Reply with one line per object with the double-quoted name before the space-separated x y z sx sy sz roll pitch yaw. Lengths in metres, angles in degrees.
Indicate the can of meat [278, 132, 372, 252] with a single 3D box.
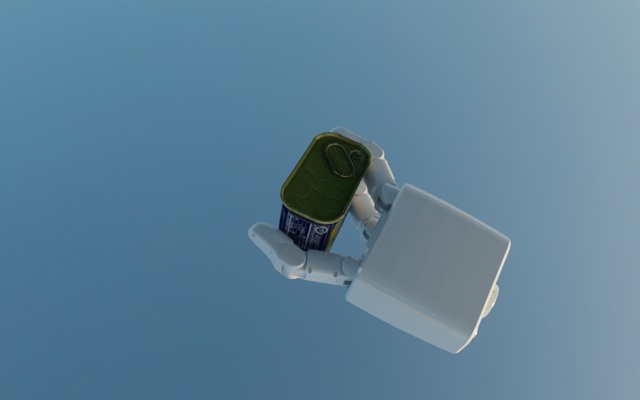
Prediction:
"can of meat" 0.000 0.002 0.447 0.057 0.102 0.084 24 -38 7
